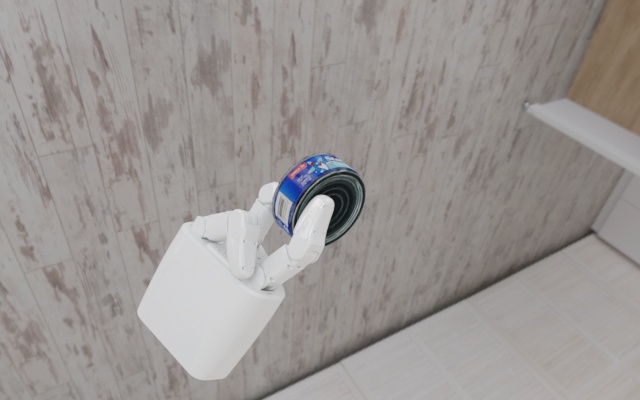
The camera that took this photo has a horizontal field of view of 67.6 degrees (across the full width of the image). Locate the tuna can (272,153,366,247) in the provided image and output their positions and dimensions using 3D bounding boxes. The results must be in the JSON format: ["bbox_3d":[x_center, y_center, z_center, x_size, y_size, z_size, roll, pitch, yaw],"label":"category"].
[{"bbox_3d":[0.000,0.002,0.441,0.086,0.086,0.033,0,29,-41],"label":"tuna can"}]
